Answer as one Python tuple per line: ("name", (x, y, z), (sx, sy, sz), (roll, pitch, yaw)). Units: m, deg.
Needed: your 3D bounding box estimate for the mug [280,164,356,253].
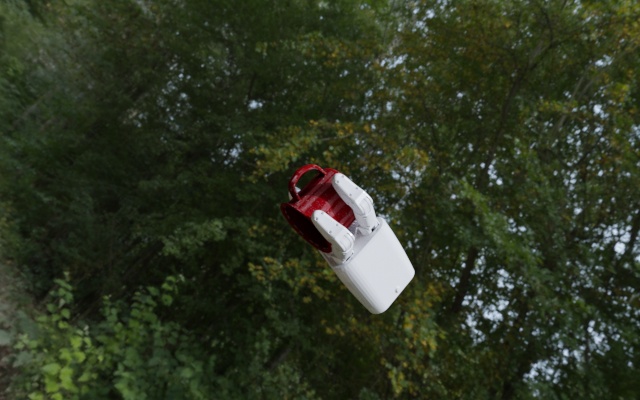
("mug", (-0.001, 0.001, 0.643), (0.081, 0.117, 0.093), (-46, 31, -18))
